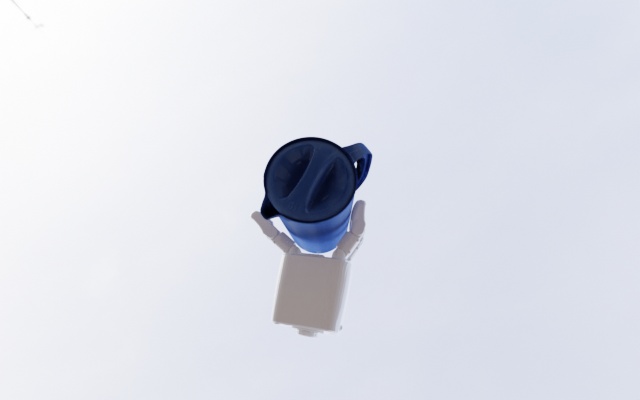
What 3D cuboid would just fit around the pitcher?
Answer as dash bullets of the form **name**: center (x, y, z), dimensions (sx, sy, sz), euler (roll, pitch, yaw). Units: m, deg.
- **pitcher**: center (0.000, 0.003, 0.776), dimensions (0.149, 0.145, 0.243), euler (7, -19, 6)
